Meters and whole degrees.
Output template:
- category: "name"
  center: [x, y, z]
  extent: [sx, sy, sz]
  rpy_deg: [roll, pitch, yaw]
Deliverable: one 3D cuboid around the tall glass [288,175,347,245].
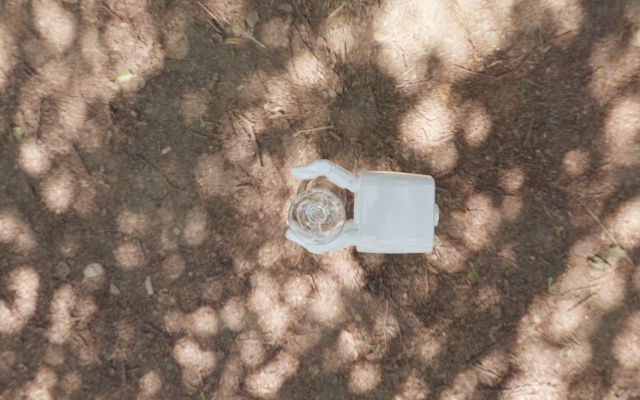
- category: "tall glass"
  center: [0.000, 0.002, 0.703]
  extent: [0.079, 0.079, 0.201]
  rpy_deg: [0, 11, 3]
